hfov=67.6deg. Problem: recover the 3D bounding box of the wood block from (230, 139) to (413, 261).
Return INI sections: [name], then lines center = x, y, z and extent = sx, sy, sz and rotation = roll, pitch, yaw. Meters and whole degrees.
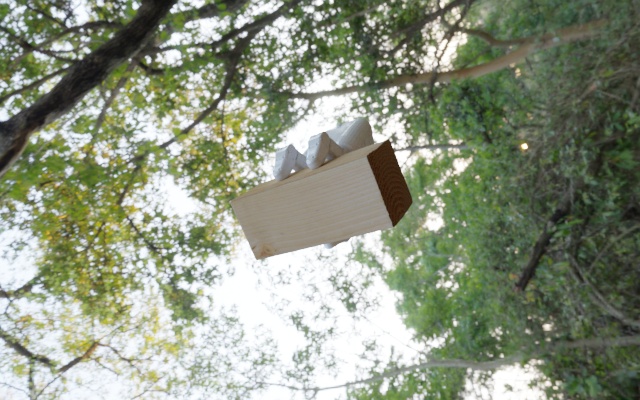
[wood block]
center = 0.000, 0.002, 0.620
extent = 0.206, 0.091, 0.090
rotation = -17, 12, 30
